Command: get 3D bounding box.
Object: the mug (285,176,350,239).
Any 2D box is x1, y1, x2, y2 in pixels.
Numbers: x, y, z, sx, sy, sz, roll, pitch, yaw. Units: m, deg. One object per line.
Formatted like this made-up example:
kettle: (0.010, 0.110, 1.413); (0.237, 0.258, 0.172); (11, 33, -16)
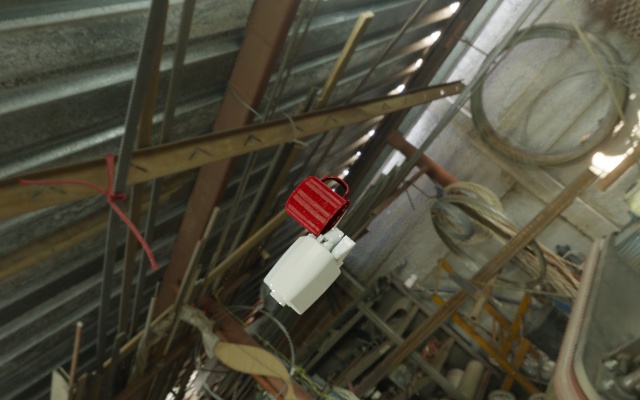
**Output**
mug: (0.001, 0.002, 0.845); (0.081, 0.117, 0.093); (39, -16, 11)
